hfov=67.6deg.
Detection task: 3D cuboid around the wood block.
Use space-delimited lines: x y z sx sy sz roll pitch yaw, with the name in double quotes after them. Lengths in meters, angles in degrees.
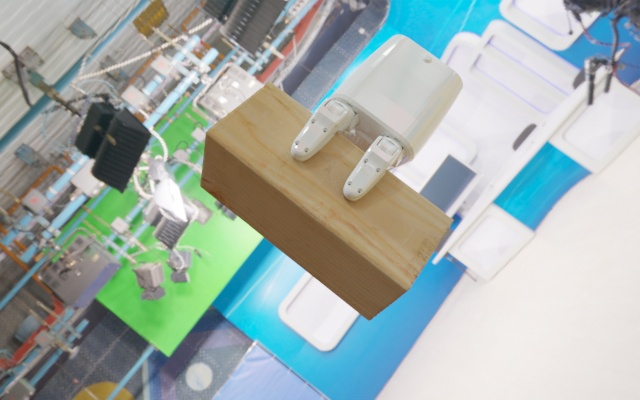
0.000 0.001 0.438 0.206 0.090 0.091 38 -33 6 "wood block"
